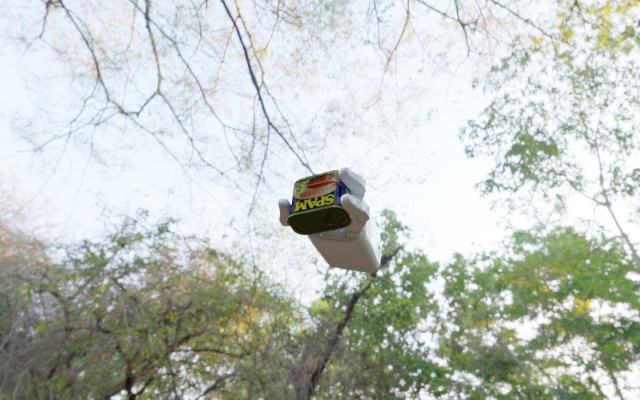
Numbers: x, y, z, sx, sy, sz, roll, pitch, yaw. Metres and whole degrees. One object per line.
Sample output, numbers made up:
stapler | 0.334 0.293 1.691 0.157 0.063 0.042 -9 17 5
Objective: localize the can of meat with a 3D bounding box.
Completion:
can of meat | 0.000 0.002 0.792 0.102 0.083 0.057 -13 -43 19
